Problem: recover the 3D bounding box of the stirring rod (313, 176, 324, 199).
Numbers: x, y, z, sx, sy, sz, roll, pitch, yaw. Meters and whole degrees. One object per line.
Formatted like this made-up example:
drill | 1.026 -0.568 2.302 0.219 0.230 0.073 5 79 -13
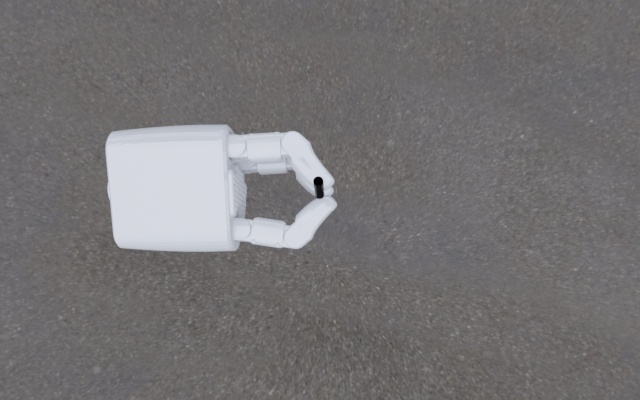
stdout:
stirring rod | 0.000 0.002 0.486 0.011 0.011 0.239 0 -8 1
